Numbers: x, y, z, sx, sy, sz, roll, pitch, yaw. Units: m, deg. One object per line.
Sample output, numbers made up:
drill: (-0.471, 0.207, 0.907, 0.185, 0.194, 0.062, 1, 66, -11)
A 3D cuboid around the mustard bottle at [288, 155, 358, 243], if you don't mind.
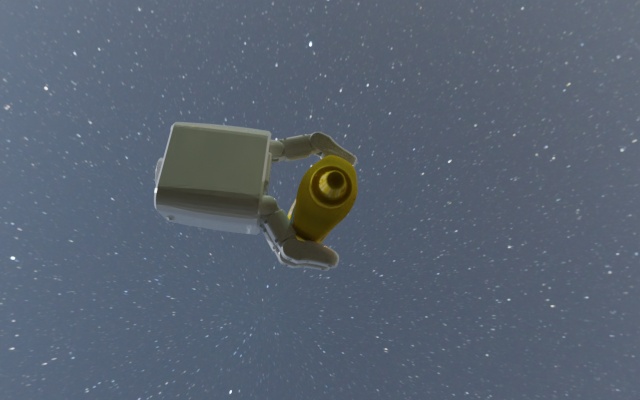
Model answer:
mustard bottle: (0.000, 0.002, 0.523, 0.058, 0.096, 0.192, 29, -15, -1)
